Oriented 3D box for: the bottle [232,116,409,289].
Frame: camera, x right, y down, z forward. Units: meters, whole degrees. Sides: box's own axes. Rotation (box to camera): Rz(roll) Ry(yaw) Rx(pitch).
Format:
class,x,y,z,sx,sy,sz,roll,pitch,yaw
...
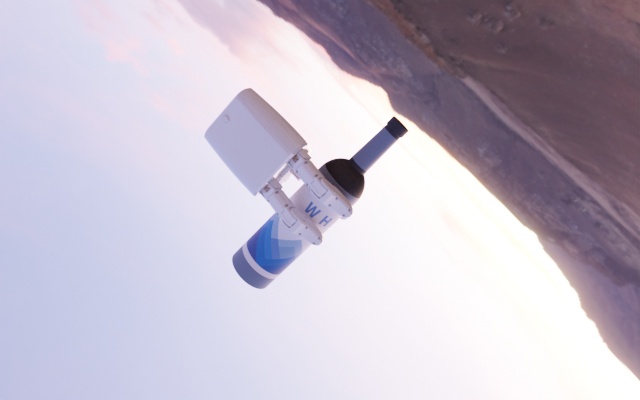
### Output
class,x,y,z,sx,sy,sz,roll,pitch,yaw
bottle,0.000,0.002,0.637,0.296,0.069,0.069,-44,-16,18
